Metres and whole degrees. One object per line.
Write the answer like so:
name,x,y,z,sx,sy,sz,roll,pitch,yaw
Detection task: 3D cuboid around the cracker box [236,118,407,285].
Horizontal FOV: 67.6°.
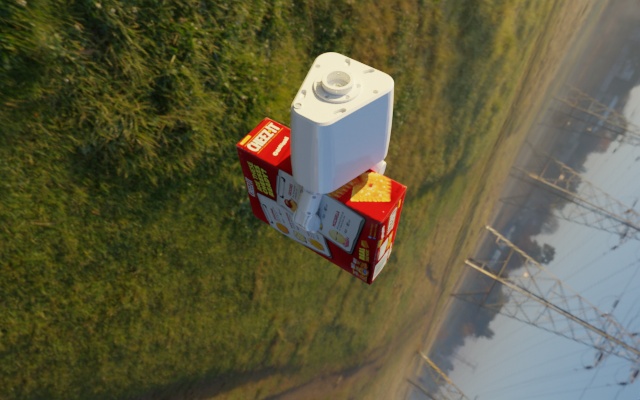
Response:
cracker box,0.000,0.002,0.646,0.213,0.072,0.164,29,-30,20
